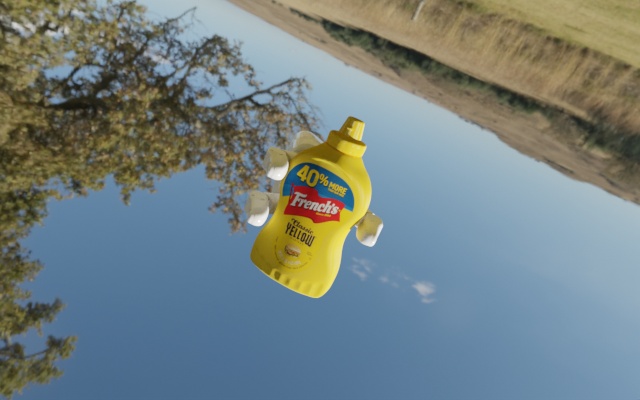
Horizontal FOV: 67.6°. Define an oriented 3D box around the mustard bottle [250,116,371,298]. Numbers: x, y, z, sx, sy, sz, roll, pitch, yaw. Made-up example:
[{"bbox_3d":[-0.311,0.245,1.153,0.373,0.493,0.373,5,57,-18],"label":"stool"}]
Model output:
[{"bbox_3d":[0.000,0.002,0.510,0.096,0.192,0.058,28,17,14],"label":"mustard bottle"}]
